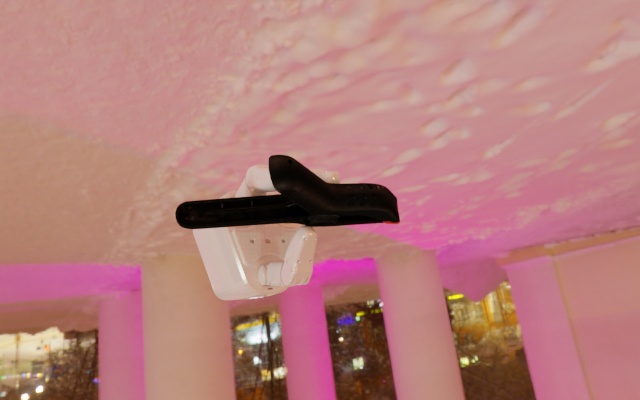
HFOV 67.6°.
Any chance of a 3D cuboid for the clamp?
[{"bbox_3d":[0.000,0.002,0.416,0.210,0.036,0.164,3,-14,-32],"label":"clamp"}]
